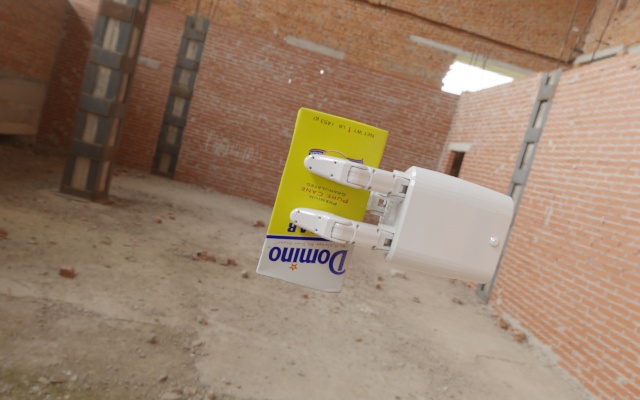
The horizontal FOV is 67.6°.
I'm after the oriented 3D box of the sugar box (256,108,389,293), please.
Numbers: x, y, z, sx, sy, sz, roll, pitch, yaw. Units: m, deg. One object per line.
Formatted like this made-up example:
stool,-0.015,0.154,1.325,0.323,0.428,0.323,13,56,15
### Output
sugar box,0.000,0.002,0.495,0.093,0.176,0.048,14,6,-4
